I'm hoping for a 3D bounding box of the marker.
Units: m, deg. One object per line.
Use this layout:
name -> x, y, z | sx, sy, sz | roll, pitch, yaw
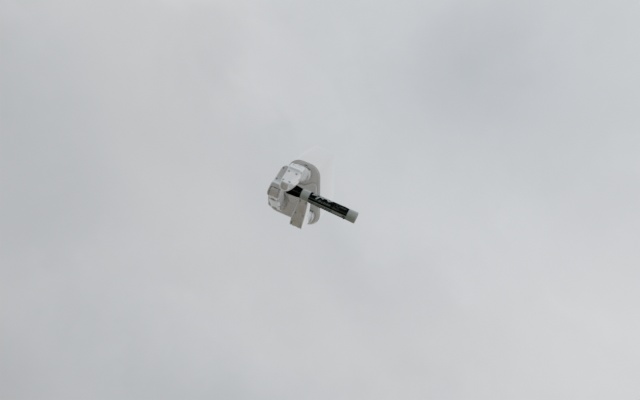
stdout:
marker -> 0.000, 0.002, 0.731 | 0.121, 0.020, 0.020 | 24, 4, 8
